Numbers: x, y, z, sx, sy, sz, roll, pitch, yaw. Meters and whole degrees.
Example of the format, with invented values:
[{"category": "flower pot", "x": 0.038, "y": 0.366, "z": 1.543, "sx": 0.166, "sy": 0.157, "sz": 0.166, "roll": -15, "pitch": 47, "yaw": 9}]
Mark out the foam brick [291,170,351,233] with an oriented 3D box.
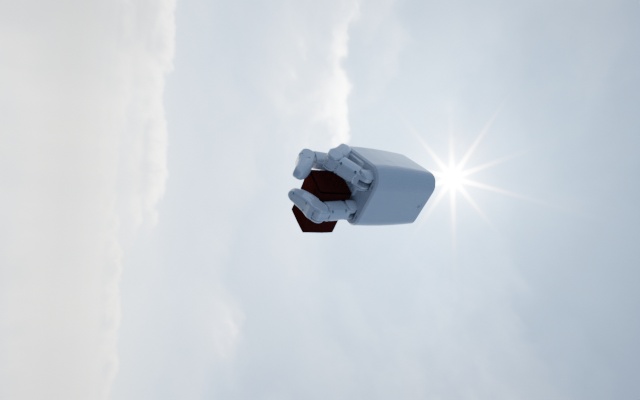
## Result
[{"category": "foam brick", "x": 0.000, "y": 0.002, "z": 0.682, "sx": 0.051, "sy": 0.078, "sz": 0.053, "roll": 2, "pitch": 42, "yaw": -29}]
